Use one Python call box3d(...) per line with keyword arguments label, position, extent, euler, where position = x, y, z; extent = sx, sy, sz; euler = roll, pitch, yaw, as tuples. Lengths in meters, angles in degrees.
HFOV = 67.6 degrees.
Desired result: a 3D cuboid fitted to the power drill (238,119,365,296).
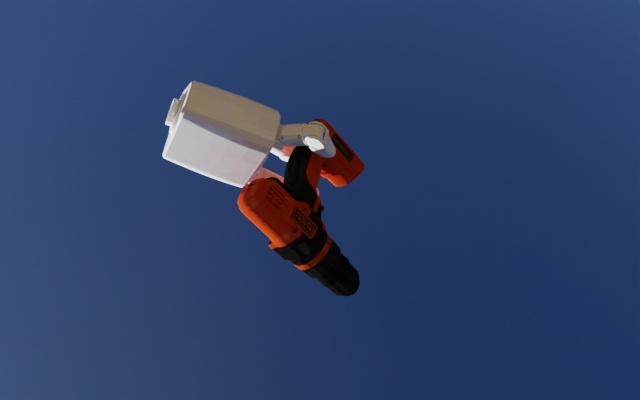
box3d(label="power drill", position=(0.000, 0.001, 0.588), extent=(0.057, 0.184, 0.187), euler=(-24, 30, 35))
